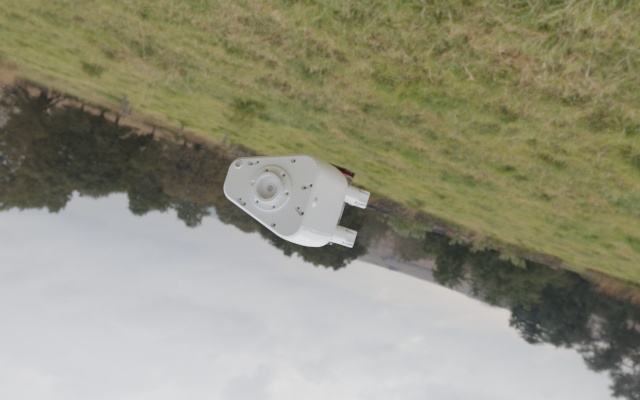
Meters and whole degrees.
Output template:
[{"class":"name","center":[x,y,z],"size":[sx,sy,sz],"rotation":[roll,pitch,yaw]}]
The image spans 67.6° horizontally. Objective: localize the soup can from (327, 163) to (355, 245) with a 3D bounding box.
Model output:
[{"class":"soup can","center":[0.000,0.002,0.647],"size":[0.068,0.102,0.068],"rotation":[17,-2,1]}]
